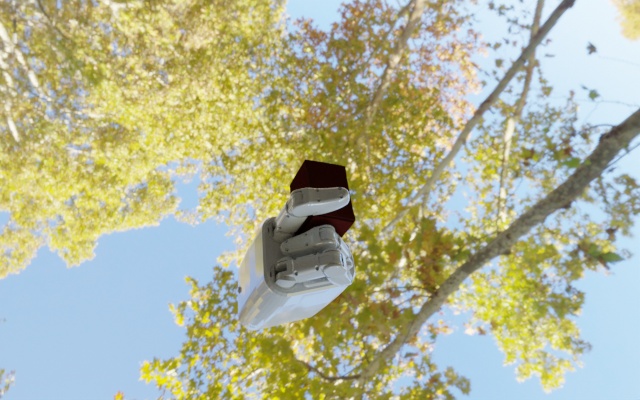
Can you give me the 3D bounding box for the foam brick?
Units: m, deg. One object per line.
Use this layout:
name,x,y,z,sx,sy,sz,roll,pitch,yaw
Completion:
foam brick,0.000,0.001,0.536,0.053,0.078,0.051,10,-39,-22
